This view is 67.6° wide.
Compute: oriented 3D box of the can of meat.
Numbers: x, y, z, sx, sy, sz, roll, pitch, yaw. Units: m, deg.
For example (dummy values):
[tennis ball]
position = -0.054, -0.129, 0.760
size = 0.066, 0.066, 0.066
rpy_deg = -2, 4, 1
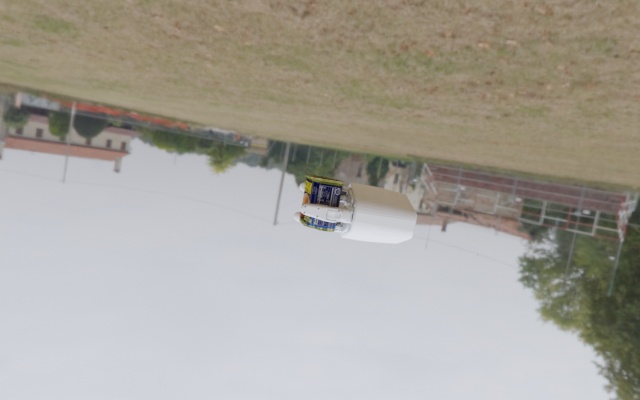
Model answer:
[can of meat]
position = 0.000, 0.003, 0.810
size = 0.057, 0.084, 0.102
rpy_deg = 8, 5, -11
